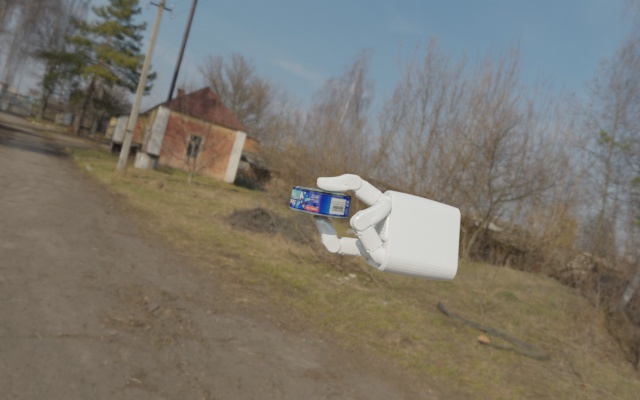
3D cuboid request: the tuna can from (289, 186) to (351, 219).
[{"bbox_3d":[0.000,0.002,0.676,0.086,0.034,0.086,10,3,0],"label":"tuna can"}]
